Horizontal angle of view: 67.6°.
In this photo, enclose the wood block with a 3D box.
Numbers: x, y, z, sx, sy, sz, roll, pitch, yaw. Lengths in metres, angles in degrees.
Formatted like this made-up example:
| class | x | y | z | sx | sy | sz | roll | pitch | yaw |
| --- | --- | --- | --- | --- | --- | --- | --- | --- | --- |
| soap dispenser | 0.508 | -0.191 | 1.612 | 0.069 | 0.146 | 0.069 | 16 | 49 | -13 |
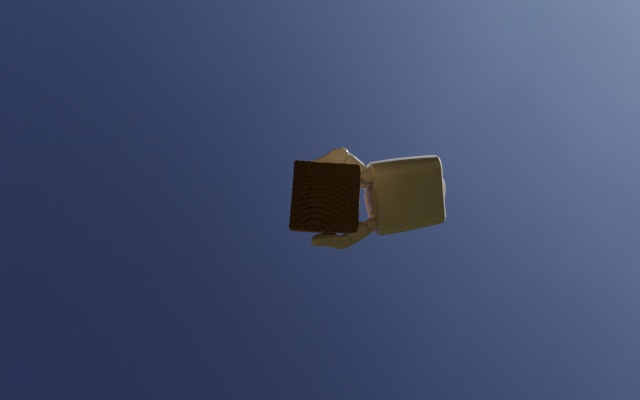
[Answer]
| class | x | y | z | sx | sy | sz | roll | pitch | yaw |
| --- | --- | --- | --- | --- | --- | --- | --- | --- | --- |
| wood block | 0.000 | 0.003 | 0.711 | 0.090 | 0.091 | 0.206 | 4 | -5 | -3 |
